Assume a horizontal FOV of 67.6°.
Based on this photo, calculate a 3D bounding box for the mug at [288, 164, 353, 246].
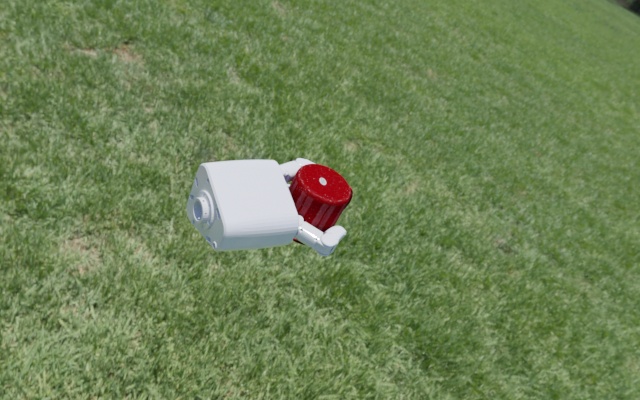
[{"bbox_3d":[0.001,0.002,0.677,0.117,0.081,0.093,-6,48,-39],"label":"mug"}]
